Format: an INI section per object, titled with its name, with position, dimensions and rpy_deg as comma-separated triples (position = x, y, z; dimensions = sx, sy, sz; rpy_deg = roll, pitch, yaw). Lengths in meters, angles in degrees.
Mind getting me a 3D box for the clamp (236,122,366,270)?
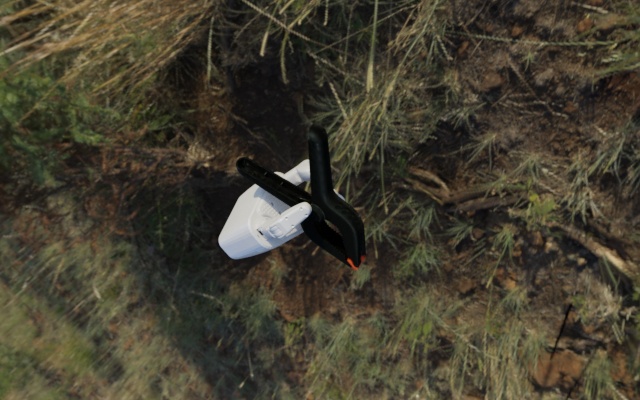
[clamp]
position = 0.000, 0.003, 0.607
dimensions = 0.164, 0.210, 0.036
rpy_deg = -25, 20, 50
